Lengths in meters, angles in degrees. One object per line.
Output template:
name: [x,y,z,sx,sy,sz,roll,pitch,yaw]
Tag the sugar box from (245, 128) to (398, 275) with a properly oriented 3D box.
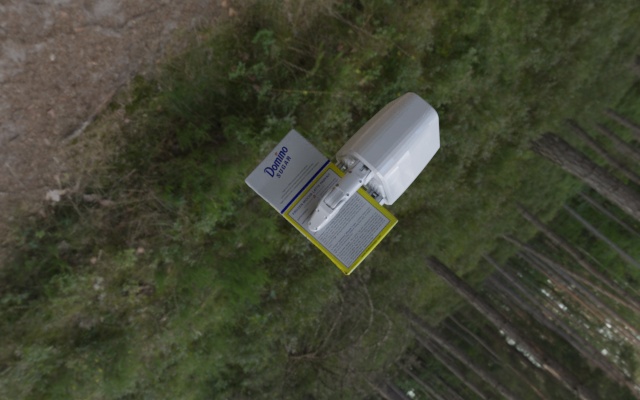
sugar box: [0.000,0.002,0.604,0.176,0.093,0.048,42,-5,9]
